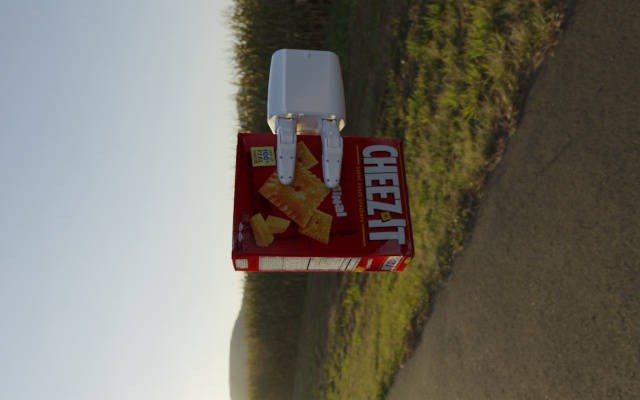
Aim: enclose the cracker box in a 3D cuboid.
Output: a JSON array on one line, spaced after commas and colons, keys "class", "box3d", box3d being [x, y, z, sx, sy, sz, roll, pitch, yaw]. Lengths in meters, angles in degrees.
[{"class": "cracker box", "box3d": [0.000, 0.002, 0.597, 0.214, 0.164, 0.072, 1, -24, -6]}]
